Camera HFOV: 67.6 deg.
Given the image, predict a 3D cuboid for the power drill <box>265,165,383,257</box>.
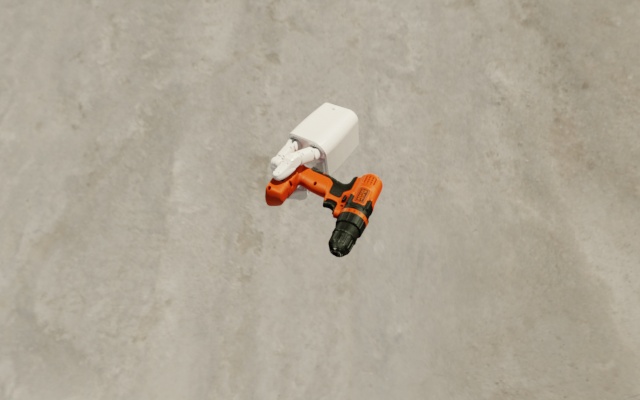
[{"bbox_3d":[0.000,0.002,0.850,0.187,0.184,0.057,21,-40,13],"label":"power drill"}]
